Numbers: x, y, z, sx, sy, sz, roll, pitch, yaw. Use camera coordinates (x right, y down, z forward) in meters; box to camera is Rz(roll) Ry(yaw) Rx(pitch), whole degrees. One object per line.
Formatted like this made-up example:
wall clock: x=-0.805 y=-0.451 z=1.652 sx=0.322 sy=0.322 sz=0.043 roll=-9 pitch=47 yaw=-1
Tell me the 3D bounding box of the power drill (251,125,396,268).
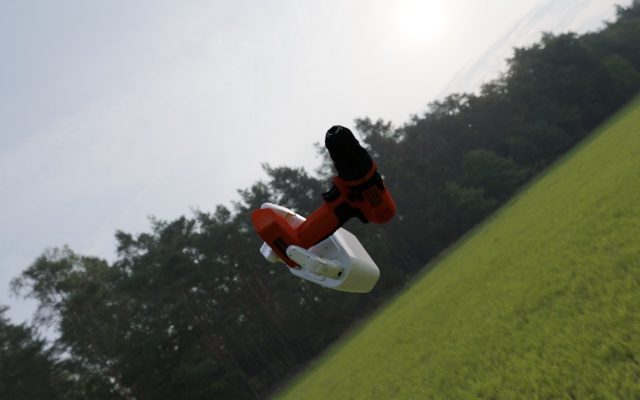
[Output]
power drill: x=0.000 y=0.003 z=0.674 sx=0.187 sy=0.184 sz=0.057 roll=-31 pitch=39 yaw=6
